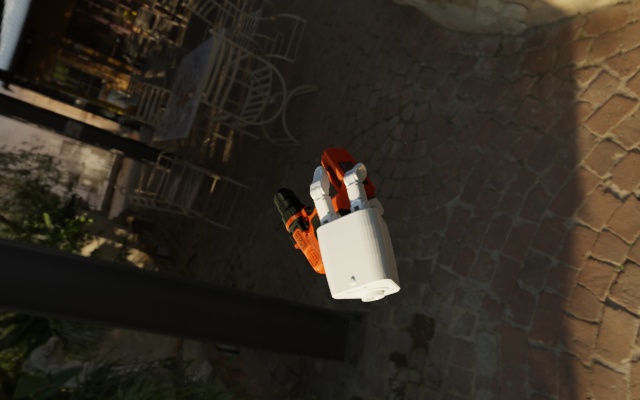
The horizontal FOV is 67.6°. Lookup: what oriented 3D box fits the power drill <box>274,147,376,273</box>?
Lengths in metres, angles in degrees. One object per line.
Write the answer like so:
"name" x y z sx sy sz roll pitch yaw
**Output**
"power drill" 0.000 0.003 0.809 0.057 0.184 0.188 -10 -36 -41
